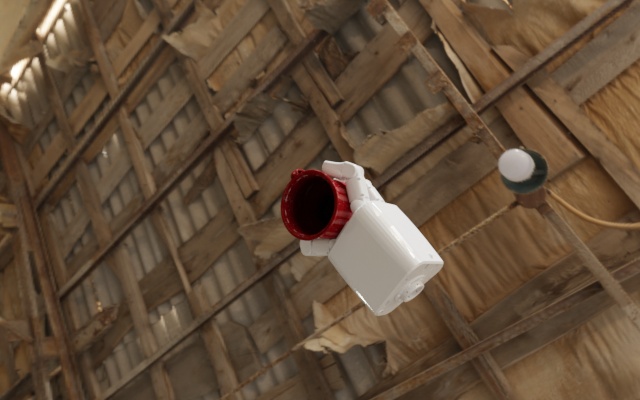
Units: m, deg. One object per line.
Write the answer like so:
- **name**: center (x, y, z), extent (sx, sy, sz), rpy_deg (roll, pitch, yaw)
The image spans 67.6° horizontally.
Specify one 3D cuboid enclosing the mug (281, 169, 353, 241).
- **mug**: center (-0.001, 0.001, 0.659), extent (0.081, 0.093, 0.117), rpy_deg (12, 35, -54)
